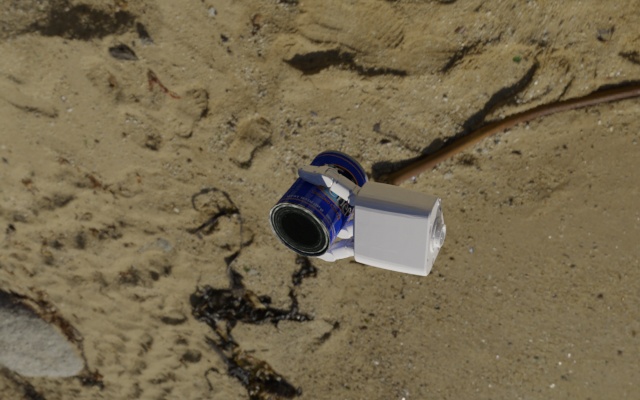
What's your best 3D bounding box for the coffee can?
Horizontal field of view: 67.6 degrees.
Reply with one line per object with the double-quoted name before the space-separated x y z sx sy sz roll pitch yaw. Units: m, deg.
"coffee can" 0.000 0.002 0.733 0.103 0.103 0.140 0 37 35
